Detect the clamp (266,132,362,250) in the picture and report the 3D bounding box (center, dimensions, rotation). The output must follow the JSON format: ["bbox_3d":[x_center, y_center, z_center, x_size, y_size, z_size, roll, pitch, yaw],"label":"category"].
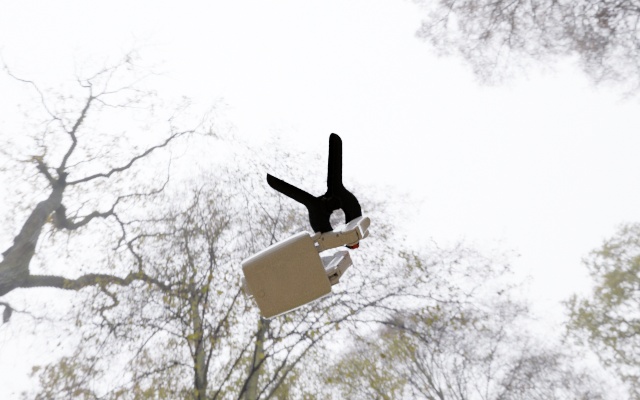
[{"bbox_3d":[0.000,0.002,0.679,0.120,0.171,0.039,-23,16,-7],"label":"clamp"}]
